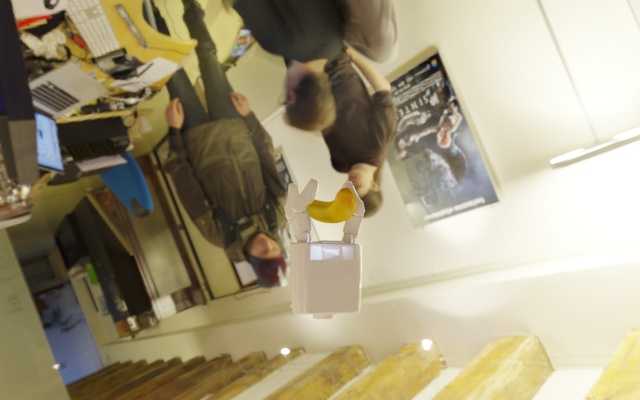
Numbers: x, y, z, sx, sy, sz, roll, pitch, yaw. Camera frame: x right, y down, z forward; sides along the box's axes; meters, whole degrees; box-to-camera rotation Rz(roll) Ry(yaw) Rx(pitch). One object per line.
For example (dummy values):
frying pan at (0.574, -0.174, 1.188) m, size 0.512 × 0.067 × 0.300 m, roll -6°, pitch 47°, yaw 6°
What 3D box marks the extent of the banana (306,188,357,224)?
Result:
banana at (0.014, 0.011, 0.759) m, size 0.070 × 0.037 × 0.198 m, roll 29°, pitch -15°, yaw -23°
